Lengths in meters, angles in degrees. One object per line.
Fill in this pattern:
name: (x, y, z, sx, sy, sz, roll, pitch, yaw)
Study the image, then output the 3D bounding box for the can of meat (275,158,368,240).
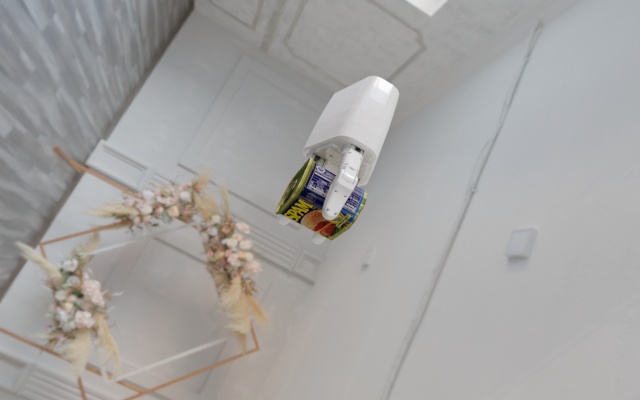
can of meat: (0.000, 0.002, 0.604, 0.084, 0.057, 0.102, 28, -26, -10)
